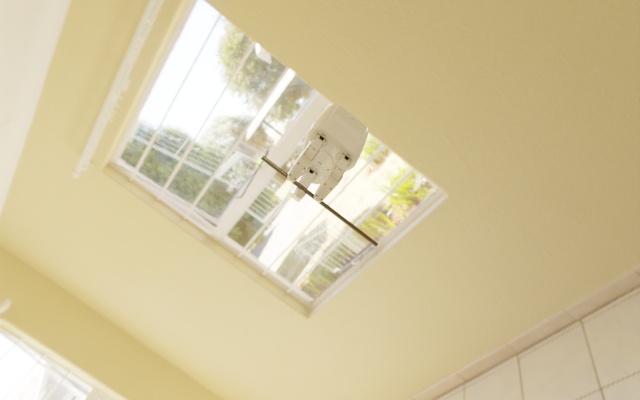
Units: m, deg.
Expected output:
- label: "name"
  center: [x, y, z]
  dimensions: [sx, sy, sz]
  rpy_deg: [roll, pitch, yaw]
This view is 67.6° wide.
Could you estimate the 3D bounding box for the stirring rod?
- label: "stirring rod"
  center: [0.000, 0.003, 0.787]
  dimensions: [0.239, 0.011, 0.011]
  rpy_deg: [38, -6, -8]
